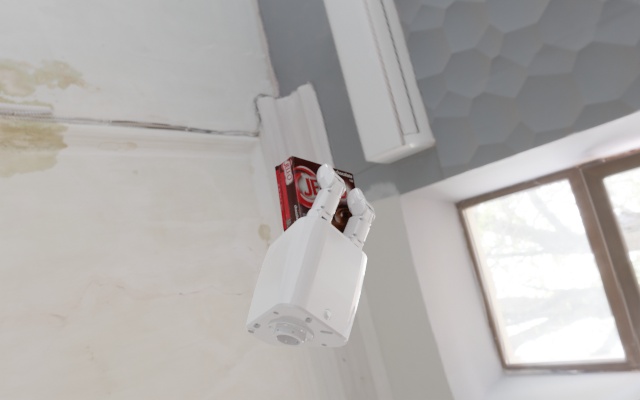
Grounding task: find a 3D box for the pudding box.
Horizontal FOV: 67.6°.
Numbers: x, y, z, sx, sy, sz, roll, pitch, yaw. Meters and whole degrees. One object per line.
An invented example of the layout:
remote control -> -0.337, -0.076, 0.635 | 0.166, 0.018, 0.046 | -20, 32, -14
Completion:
pudding box -> 0.000, 0.002, 0.590 | 0.039, 0.090, 0.113 | -25, -25, 37
